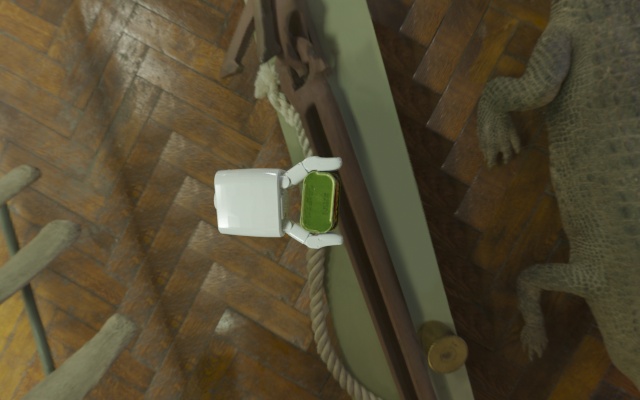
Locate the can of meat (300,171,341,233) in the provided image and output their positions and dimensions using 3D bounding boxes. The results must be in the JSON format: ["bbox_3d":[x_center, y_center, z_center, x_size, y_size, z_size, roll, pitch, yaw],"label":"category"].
[{"bbox_3d":[0.000,0.003,0.781,0.057,0.102,0.084,4,1,7],"label":"can of meat"}]
